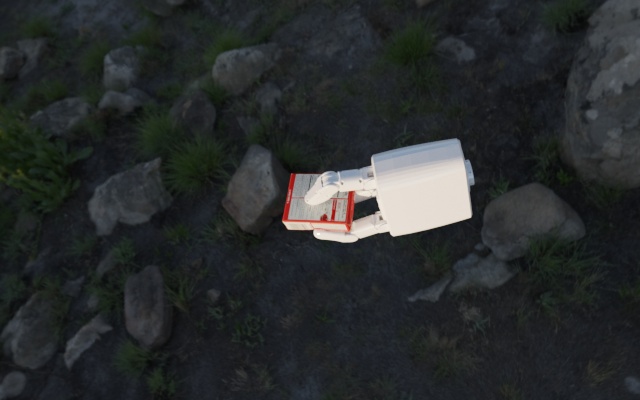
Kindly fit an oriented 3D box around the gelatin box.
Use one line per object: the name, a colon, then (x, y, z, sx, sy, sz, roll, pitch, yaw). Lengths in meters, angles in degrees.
gelatin box: (0.000, 0.002, 0.632, 0.089, 0.073, 0.030, 1, -26, 14)
